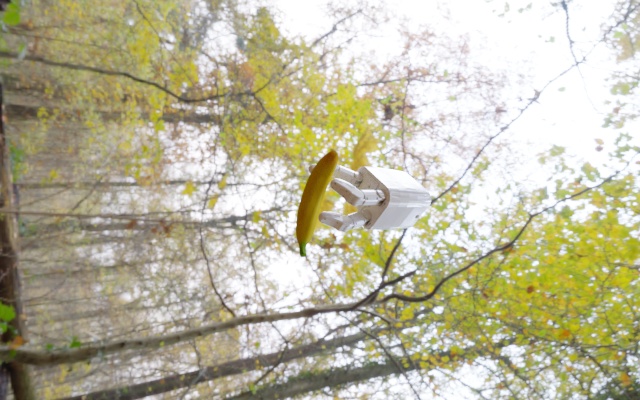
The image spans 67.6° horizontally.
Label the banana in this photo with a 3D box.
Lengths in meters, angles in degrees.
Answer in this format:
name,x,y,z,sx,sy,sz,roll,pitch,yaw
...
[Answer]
name,x,y,z,sx,sy,sz,roll,pitch,yaw
banana,-0.008,-0.001,0.842,0.037,0.198,0.069,6,20,-28
